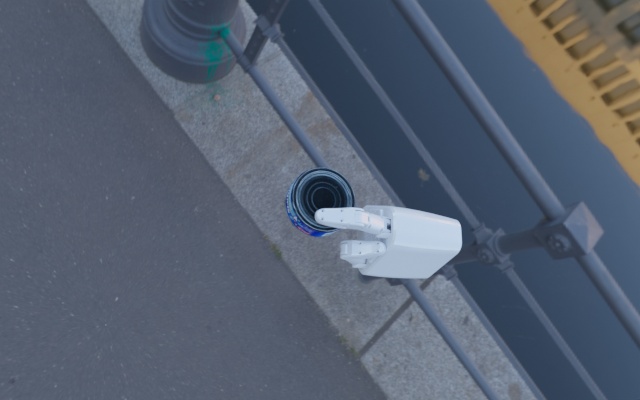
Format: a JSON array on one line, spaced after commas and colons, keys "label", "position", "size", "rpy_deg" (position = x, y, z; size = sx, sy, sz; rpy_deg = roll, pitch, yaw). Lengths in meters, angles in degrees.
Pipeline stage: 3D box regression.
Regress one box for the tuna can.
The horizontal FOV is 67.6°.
[{"label": "tuna can", "position": [0.000, 0.002, 0.604], "size": [0.086, 0.086, 0.034], "rpy_deg": [0, -14, -19]}]
